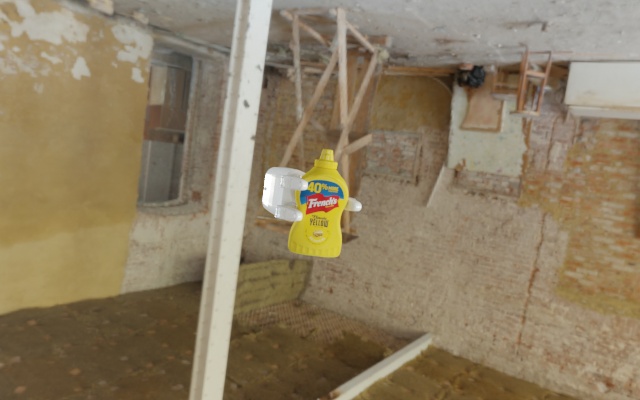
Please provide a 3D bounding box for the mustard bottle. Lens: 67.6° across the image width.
[{"bbox_3d":[0.000,0.003,0.865,0.096,0.191,0.058,8,5,-6],"label":"mustard bottle"}]
